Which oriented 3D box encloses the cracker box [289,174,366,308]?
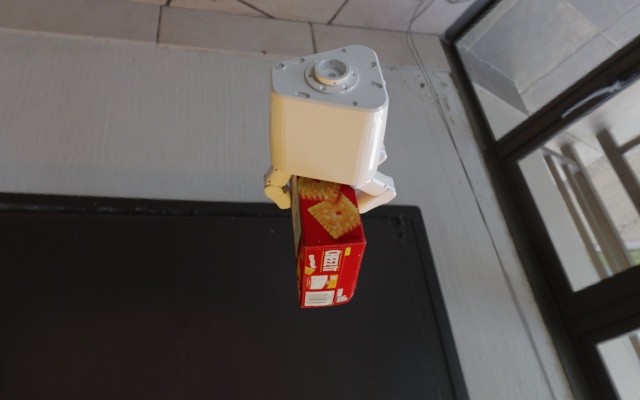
[{"bbox_3d":[0.000,0.002,0.594,0.072,0.213,0.164,-3,-34,-6],"label":"cracker box"}]
